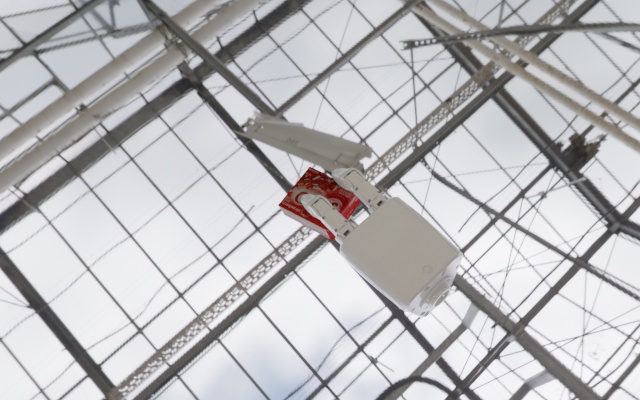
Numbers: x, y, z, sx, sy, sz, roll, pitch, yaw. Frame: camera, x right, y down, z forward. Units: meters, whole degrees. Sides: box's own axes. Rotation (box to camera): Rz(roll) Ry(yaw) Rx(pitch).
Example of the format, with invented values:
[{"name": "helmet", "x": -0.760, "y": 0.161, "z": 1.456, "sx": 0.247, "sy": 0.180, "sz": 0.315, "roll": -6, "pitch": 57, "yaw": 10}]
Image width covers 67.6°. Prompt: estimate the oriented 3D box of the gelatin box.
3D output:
[{"name": "gelatin box", "x": 0.000, "y": 0.002, "z": 0.641, "sx": 0.089, "sy": 0.073, "sz": 0.030, "roll": 26, "pitch": -22, "yaw": 31}]
